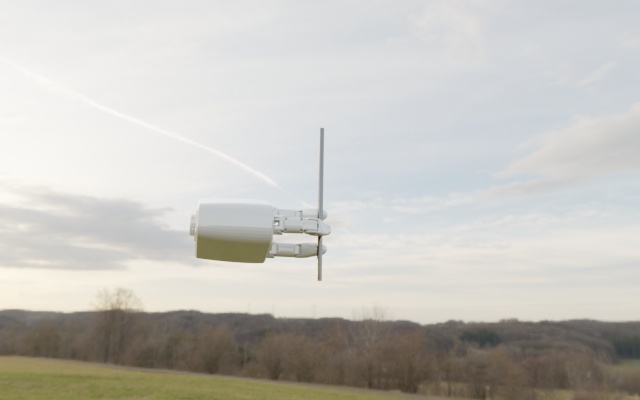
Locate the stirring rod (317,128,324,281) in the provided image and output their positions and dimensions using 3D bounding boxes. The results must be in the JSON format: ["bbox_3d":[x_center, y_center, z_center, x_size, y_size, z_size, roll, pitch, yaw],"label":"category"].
[{"bbox_3d":[0.000,0.002,0.737,0.011,0.239,0.011,1,-12,0],"label":"stirring rod"}]
